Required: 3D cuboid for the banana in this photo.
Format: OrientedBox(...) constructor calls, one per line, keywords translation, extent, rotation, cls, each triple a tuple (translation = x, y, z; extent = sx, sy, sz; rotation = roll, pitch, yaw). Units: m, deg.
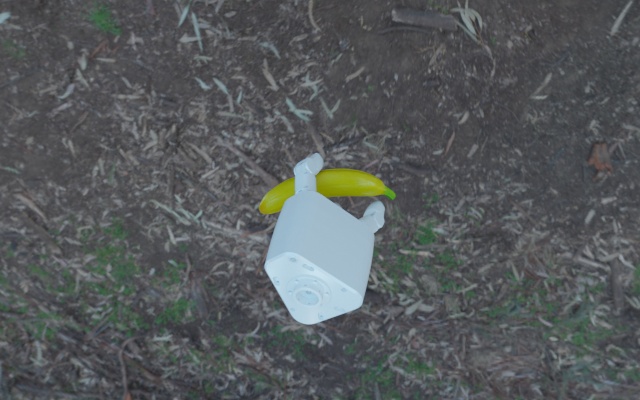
OrientedBox(translation=(-0.001, -0.011, 0.651), extent=(0.198, 0.070, 0.037), rotation=(-5, 43, 15), cls="banana")
